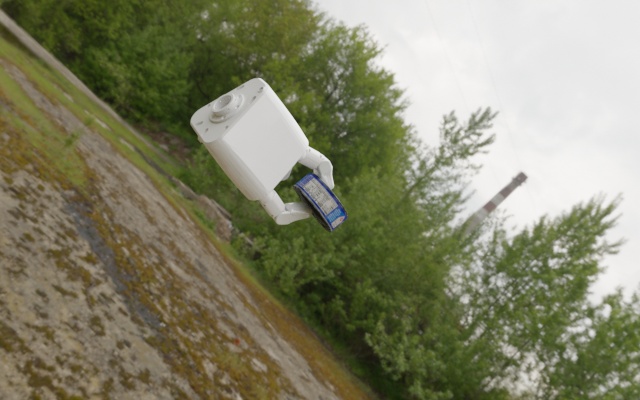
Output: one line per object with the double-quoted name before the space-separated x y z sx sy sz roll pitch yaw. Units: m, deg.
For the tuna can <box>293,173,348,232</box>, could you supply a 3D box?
"tuna can" 0.001 0.002 0.681 0.034 0.086 0.086 -39 6 -8
